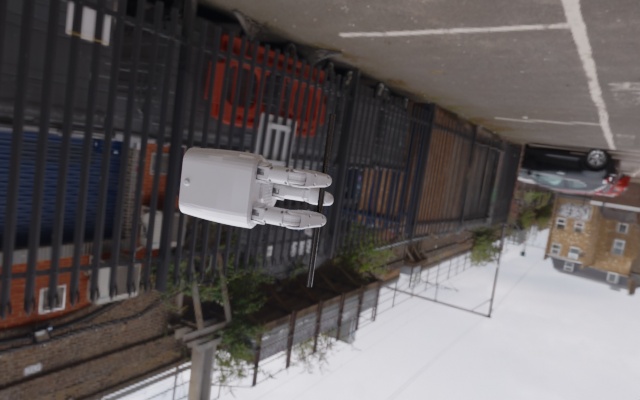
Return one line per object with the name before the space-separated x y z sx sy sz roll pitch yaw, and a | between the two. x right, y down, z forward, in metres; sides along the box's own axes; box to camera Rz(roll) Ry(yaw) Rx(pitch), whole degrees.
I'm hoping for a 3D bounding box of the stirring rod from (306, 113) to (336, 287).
stirring rod | 0.000 0.002 0.654 0.011 0.239 0.011 8 7 -1
